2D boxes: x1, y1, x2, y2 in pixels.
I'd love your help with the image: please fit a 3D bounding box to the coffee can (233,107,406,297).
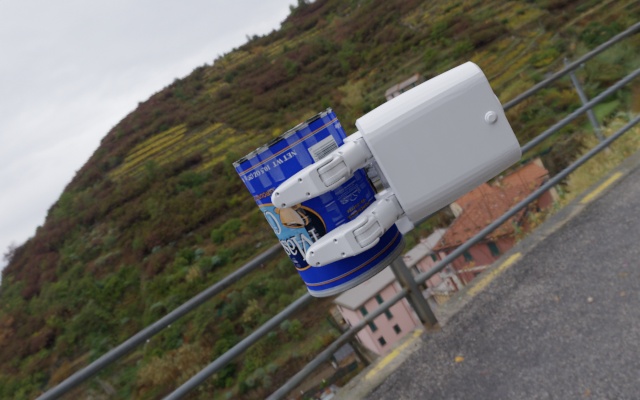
[{"bbox_3d":[0.000,0.002,0.438,0.103,0.140,0.103,-29,9,5],"label":"coffee can"}]
